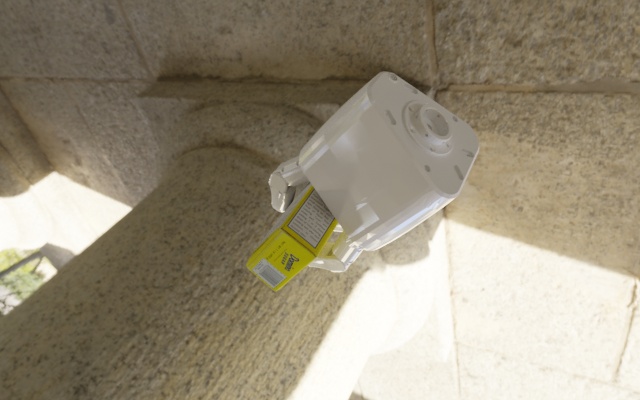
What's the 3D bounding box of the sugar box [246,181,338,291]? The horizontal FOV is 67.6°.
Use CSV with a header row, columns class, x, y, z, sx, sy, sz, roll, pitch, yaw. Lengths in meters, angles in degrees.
class,x,y,z,sx,sy,sz,roll,pitch,yaw
sugar box,0.001,0.002,0.482,0.176,0.048,0.093,-52,5,-40
